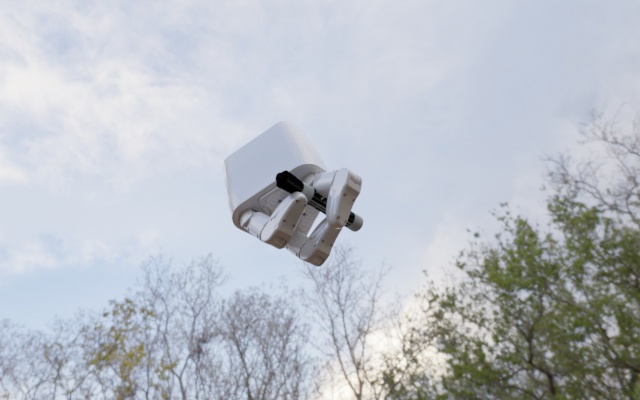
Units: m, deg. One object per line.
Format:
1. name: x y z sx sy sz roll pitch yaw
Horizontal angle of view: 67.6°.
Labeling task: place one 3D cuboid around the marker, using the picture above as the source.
1. marker: 0.000 0.002 0.497 0.121 0.020 0.020 31 -20 -37
